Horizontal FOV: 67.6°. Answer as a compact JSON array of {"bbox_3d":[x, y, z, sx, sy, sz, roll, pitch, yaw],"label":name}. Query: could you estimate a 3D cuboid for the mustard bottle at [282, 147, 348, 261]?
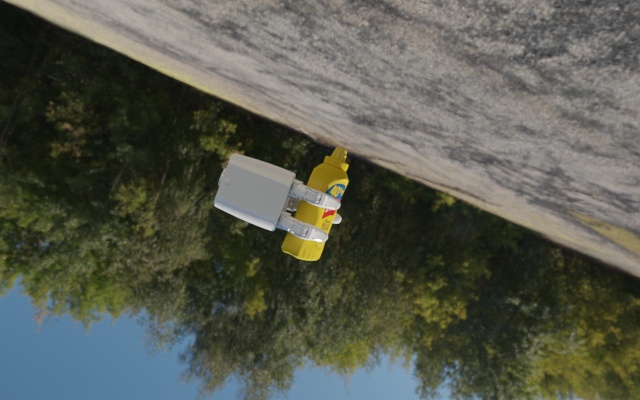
[{"bbox_3d":[0.000,0.003,0.797,0.058,0.191,0.096,22,3,24],"label":"mustard bottle"}]
